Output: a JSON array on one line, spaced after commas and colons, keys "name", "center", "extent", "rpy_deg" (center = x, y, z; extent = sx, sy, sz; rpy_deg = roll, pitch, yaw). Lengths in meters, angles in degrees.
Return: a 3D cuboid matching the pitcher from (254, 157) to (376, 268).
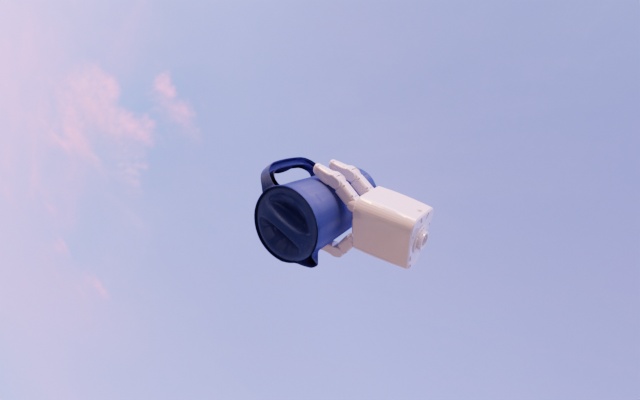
[{"name": "pitcher", "center": [0.000, 0.003, 0.867], "extent": [0.145, 0.149, 0.243], "rpy_deg": [21, 26, 28]}]
